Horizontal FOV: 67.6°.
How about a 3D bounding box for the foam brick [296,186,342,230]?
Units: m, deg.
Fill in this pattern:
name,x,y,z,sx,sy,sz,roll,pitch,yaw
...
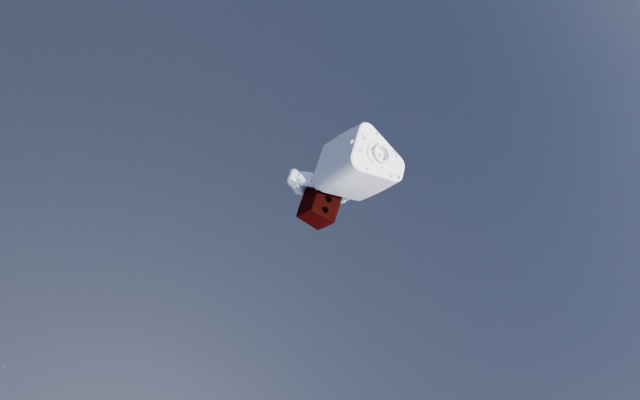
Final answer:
name,x,y,z,sx,sy,sz,roll,pitch,yaw
foam brick,0.000,0.003,0.847,0.053,0.078,0.051,31,-30,-24
